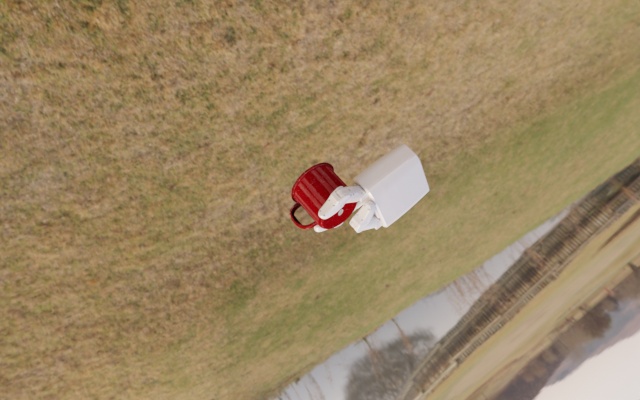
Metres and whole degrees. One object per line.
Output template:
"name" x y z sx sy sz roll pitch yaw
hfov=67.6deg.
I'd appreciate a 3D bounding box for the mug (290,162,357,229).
"mug" -0.001 0.004 0.825 0.117 0.081 0.093 -39 -29 -5
